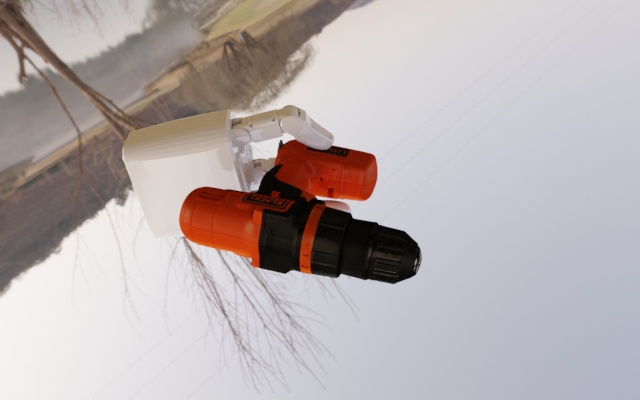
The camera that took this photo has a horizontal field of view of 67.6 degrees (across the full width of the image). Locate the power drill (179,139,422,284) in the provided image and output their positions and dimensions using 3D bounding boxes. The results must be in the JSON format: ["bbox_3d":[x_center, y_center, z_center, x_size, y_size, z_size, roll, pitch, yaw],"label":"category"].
[{"bbox_3d":[0.000,0.001,0.417,0.184,0.057,0.187,13,22,11],"label":"power drill"}]
